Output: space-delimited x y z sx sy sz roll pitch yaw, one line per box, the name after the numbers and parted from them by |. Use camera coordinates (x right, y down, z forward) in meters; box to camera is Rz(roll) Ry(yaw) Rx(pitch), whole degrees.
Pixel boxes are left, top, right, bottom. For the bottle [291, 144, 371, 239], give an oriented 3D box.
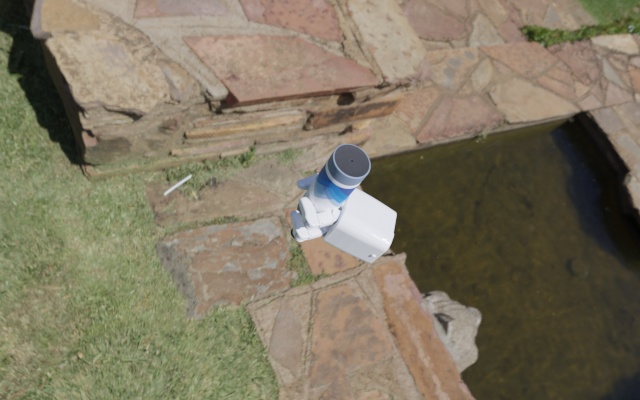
0.000 0.003 0.889 0.069 0.069 0.296 0 -27 -23 | bottle
